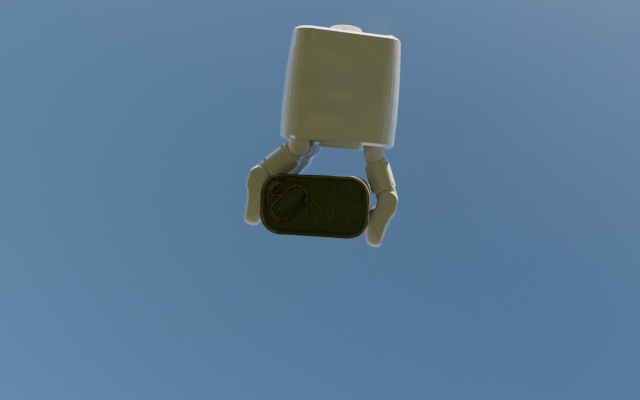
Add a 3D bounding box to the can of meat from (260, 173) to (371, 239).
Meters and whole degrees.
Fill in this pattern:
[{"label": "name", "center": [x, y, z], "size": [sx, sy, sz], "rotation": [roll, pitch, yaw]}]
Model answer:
[{"label": "can of meat", "center": [0.000, 0.002, 0.478], "size": [0.102, 0.057, 0.084], "rotation": [3, 5, 9]}]
